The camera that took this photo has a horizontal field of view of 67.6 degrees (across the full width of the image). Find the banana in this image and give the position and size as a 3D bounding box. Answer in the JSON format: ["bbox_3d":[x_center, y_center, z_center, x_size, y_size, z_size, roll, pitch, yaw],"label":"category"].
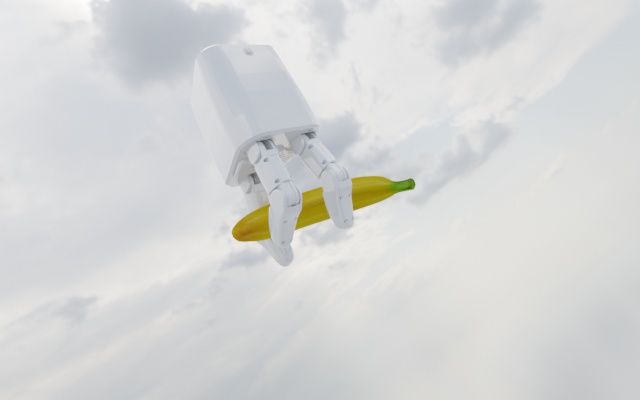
[{"bbox_3d":[-0.002,0.004,0.501,0.198,0.037,0.069,-18,-5,-18],"label":"banana"}]
